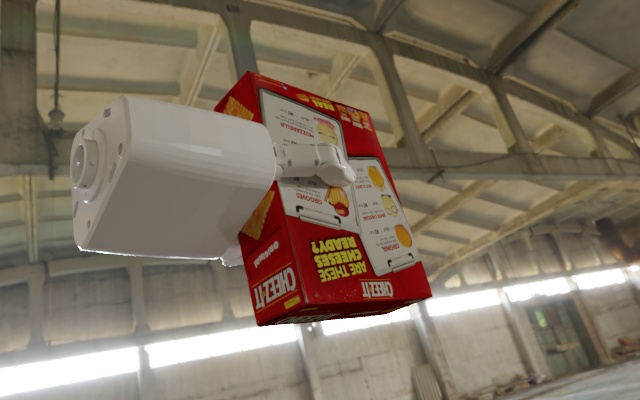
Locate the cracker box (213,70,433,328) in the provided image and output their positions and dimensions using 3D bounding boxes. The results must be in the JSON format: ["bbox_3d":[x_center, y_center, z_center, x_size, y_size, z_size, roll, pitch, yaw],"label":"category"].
[{"bbox_3d":[0.000,0.001,0.448,0.164,0.213,0.072,8,-32,-43],"label":"cracker box"}]
